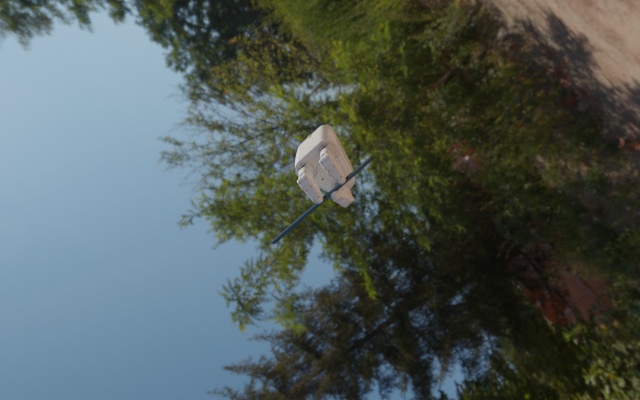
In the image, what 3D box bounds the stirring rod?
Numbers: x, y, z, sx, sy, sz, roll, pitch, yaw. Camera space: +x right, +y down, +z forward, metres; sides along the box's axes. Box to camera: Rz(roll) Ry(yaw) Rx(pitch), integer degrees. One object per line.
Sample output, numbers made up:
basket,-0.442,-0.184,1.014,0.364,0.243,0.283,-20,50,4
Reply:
stirring rod,0.000,0.003,0.846,0.239,0.011,0.011,-41,-14,17
